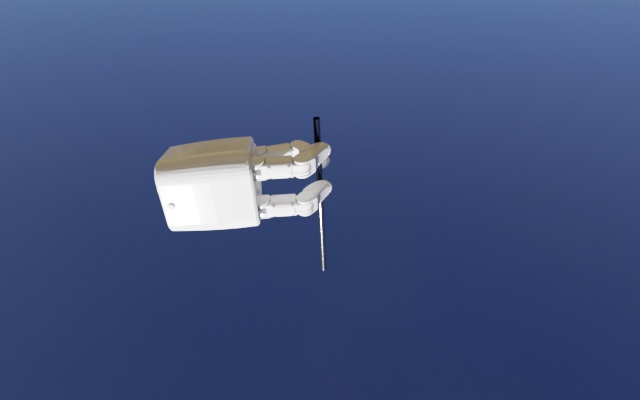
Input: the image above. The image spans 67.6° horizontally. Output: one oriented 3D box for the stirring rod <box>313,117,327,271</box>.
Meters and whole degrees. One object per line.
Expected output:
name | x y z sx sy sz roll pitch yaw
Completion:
stirring rod | 0.000 0.002 0.621 0.011 0.240 0.011 -2 36 1
